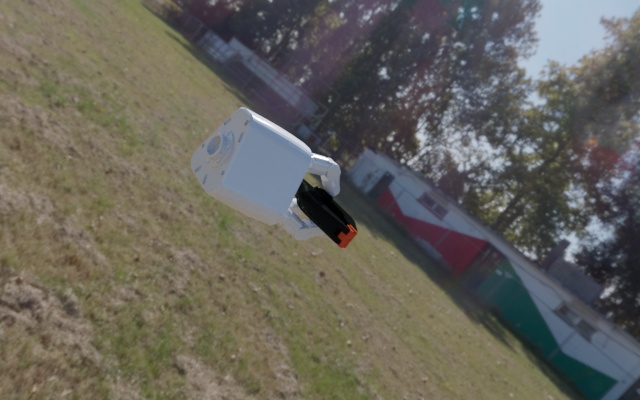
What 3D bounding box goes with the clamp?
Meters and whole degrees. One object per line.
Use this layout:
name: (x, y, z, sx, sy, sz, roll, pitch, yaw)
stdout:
clamp: (0.001, 0.002, 0.692, 0.164, 0.036, 0.210, 26, 15, -44)
